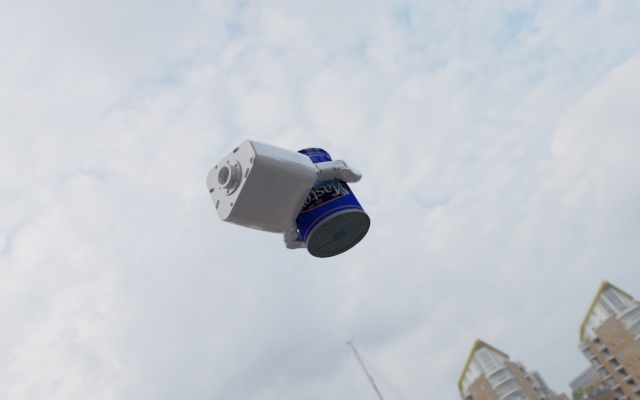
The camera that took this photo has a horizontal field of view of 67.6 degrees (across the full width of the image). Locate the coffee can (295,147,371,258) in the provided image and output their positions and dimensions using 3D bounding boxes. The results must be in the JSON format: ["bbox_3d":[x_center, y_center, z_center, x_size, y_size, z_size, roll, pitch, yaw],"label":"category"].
[{"bbox_3d":[0.000,0.002,0.734,0.103,0.140,0.103,-19,-36,-15],"label":"coffee can"}]
